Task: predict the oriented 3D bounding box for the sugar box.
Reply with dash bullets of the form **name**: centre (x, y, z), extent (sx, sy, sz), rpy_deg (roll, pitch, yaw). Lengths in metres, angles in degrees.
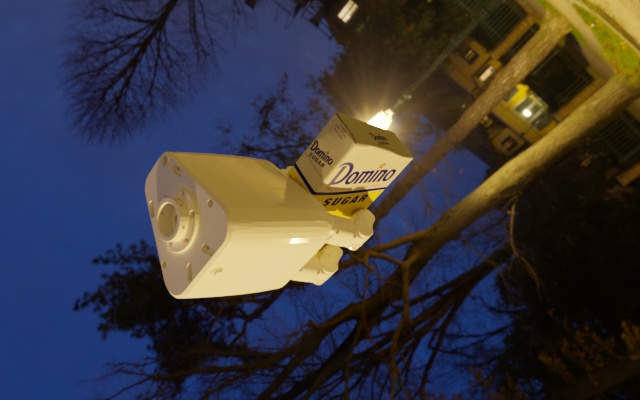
- **sugar box**: centre (0.000, 0.002, 0.466), extent (0.093, 0.048, 0.176), rpy_deg (6, -45, -48)
